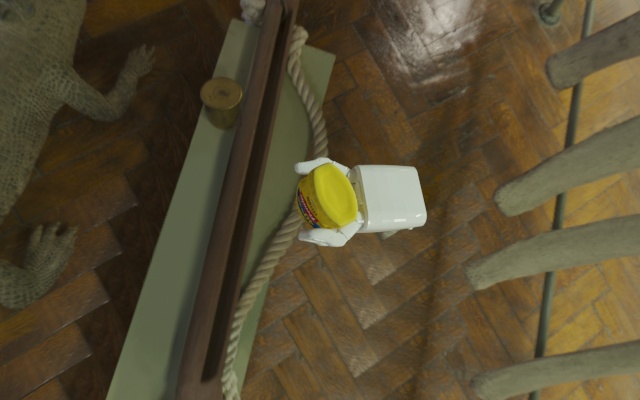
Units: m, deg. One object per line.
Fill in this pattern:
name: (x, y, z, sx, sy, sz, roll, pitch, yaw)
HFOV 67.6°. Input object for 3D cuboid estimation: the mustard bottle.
mustard bottle: (0.000, 0.003, 0.777, 0.058, 0.096, 0.191, -27, 0, -15)
